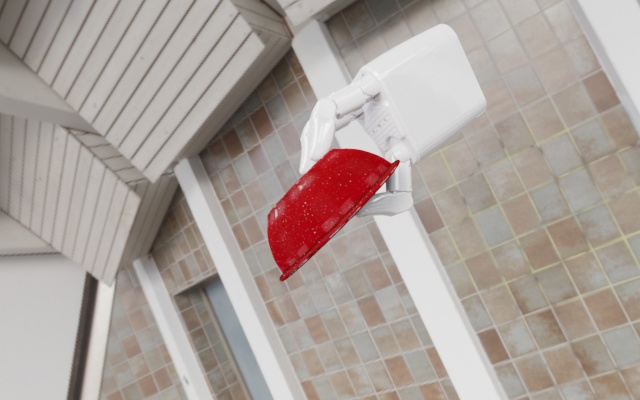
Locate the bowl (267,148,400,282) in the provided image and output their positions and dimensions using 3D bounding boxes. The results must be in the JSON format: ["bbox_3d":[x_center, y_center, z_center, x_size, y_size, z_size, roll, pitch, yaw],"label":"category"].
[{"bbox_3d":[-0.001,0.002,0.457,0.055,0.162,0.162,44,-1,0],"label":"bowl"}]
